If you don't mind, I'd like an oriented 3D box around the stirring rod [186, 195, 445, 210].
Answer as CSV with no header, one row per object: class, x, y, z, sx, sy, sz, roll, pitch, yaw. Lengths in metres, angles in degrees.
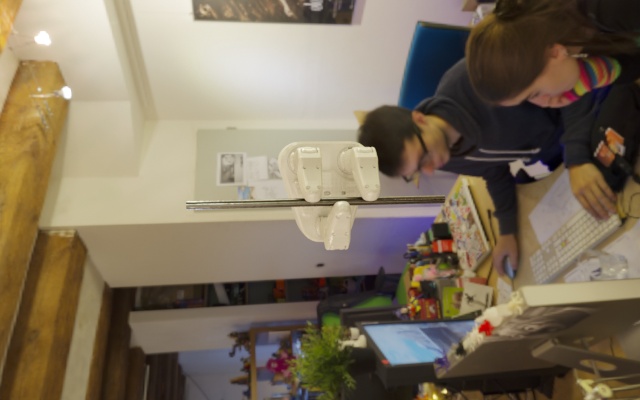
stirring rod,0.000,0.001,0.442,0.239,0.011,0.011,-1,0,-9
